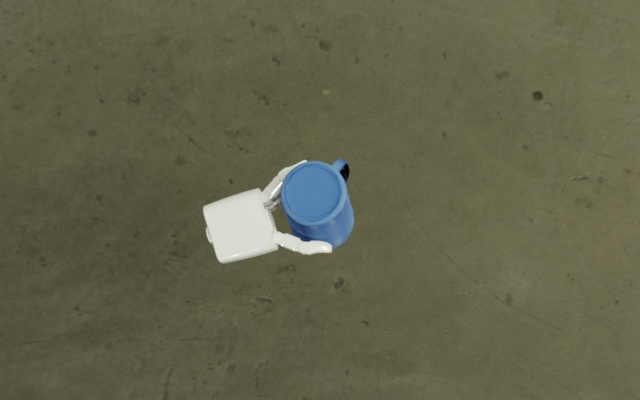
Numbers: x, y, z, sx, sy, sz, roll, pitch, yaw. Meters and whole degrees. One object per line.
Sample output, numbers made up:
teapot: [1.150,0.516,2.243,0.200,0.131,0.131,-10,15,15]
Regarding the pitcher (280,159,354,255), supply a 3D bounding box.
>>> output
pitcher: [0.000,0.003,0.873,0.145,0.149,0.243,-15,-13,0]
